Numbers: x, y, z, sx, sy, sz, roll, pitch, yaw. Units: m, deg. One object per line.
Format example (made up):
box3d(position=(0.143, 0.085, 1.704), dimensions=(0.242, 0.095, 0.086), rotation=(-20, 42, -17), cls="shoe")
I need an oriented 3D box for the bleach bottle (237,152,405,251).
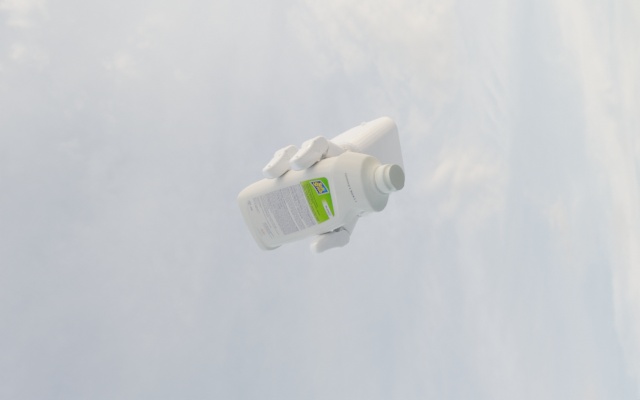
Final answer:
box3d(position=(0.000, 0.002, 0.603), dimensions=(0.251, 0.102, 0.068), rotation=(-13, 18, 45), cls="bleach bottle")
